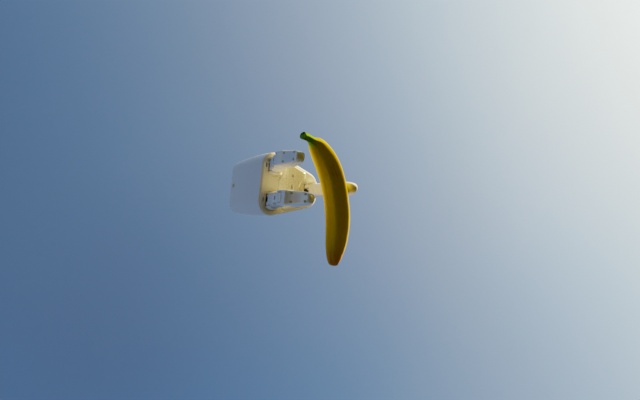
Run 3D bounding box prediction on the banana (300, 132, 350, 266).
[{"bbox_3d":[0.012,-0.006,0.696,0.069,0.198,0.037,-23,13,-41],"label":"banana"}]
